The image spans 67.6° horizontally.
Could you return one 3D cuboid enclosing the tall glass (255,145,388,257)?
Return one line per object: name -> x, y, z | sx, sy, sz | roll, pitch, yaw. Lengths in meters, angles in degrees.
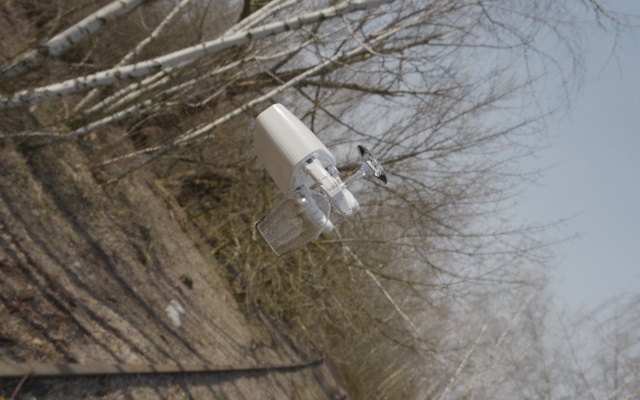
tall glass -> 0.001, 0.002, 0.723 | 0.201, 0.079, 0.079 | -36, 6, -8
